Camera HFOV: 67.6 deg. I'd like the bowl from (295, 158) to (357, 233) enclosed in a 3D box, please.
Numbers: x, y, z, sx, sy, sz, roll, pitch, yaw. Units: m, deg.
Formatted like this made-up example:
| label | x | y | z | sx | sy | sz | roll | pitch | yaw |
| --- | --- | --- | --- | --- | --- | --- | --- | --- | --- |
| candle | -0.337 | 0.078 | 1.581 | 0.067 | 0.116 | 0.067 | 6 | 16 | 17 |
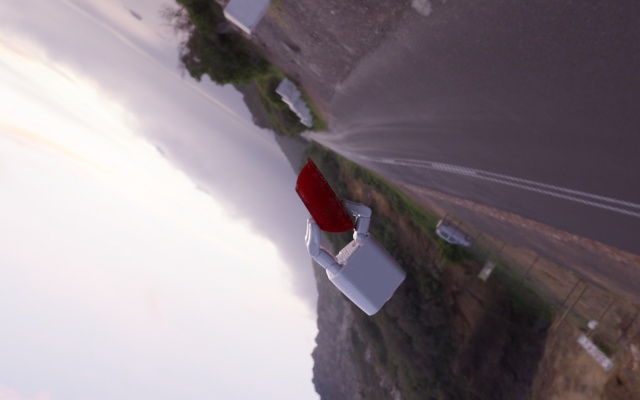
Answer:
| label | x | y | z | sx | sy | sz | roll | pitch | yaw |
| --- | --- | --- | --- | --- | --- | --- | --- | --- | --- |
| bowl | -0.001 | 0.002 | 0.878 | 0.055 | 0.162 | 0.162 | -33 | 1 | -1 |
